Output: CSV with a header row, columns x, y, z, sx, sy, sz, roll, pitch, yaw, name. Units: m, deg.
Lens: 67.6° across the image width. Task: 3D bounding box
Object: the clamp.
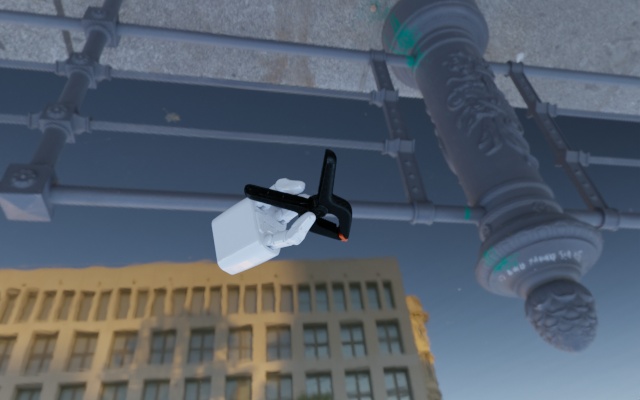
x,y,z,sx,sy,sz,roll,pitch,yaw,name
0.000,0.004,0.801,0.164,0.036,0.210,-27,-46,26,clamp
